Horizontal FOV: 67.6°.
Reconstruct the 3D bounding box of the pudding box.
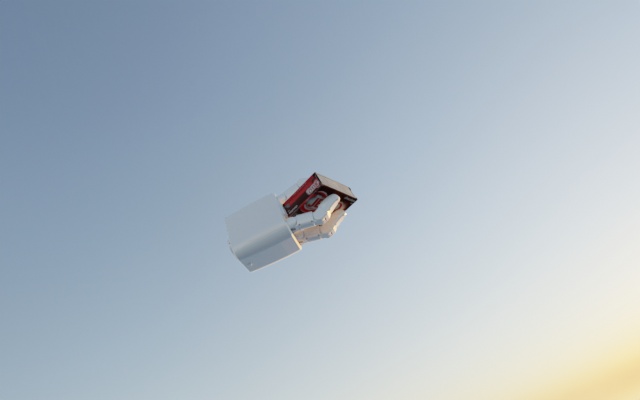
[{"bbox_3d":[0.000,0.003,0.871,0.090,0.039,0.113,-43,-34,21],"label":"pudding box"}]
